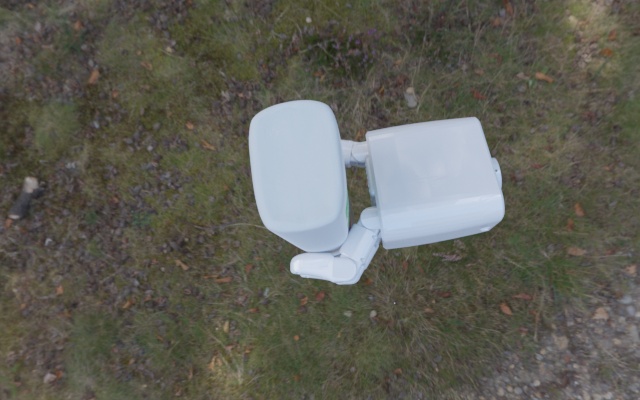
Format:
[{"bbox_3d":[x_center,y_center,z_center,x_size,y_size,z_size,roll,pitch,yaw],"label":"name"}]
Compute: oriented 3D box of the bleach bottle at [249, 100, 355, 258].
[{"bbox_3d":[0.000,0.002,0.459,0.068,0.102,0.251,-8,-13,7],"label":"bleach bottle"}]
